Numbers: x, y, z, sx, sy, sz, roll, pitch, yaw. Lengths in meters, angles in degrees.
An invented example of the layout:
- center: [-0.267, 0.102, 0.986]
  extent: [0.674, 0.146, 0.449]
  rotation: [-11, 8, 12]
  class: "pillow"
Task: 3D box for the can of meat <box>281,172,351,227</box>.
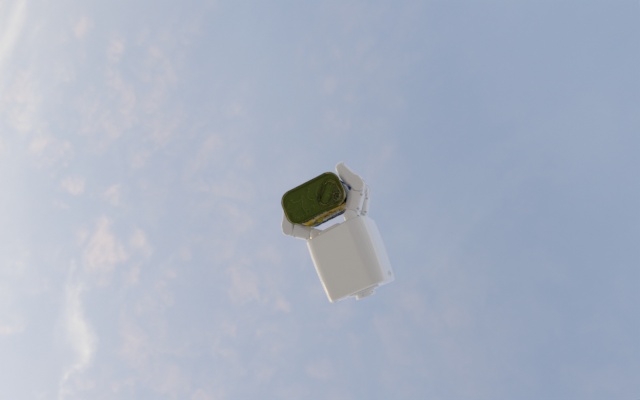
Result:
- center: [0.000, 0.003, 0.774]
  extent: [0.102, 0.057, 0.084]
  rotation: [-26, -16, 13]
  class: "can of meat"
